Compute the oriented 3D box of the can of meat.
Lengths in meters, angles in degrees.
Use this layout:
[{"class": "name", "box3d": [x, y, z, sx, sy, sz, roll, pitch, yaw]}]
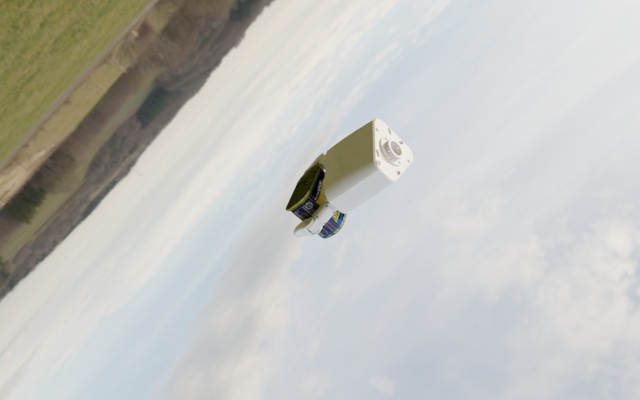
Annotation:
[{"class": "can of meat", "box3d": [0.000, 0.003, 0.795, 0.057, 0.084, 0.102, -35, 22, 37]}]
